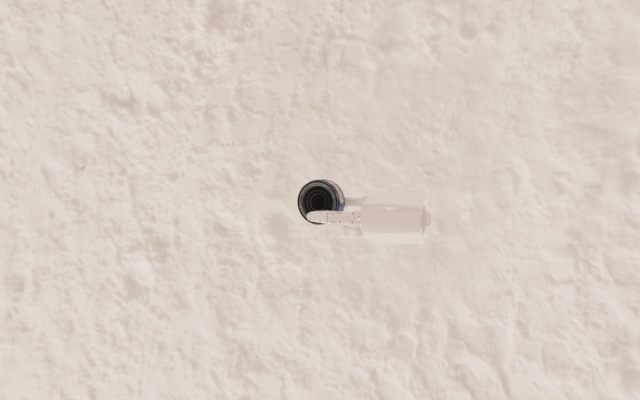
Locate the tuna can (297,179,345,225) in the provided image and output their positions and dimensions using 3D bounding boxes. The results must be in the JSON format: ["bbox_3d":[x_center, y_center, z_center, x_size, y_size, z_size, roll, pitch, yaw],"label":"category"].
[{"bbox_3d":[0.000,0.003,0.893,0.086,0.086,0.034,0,2,22],"label":"tuna can"}]
